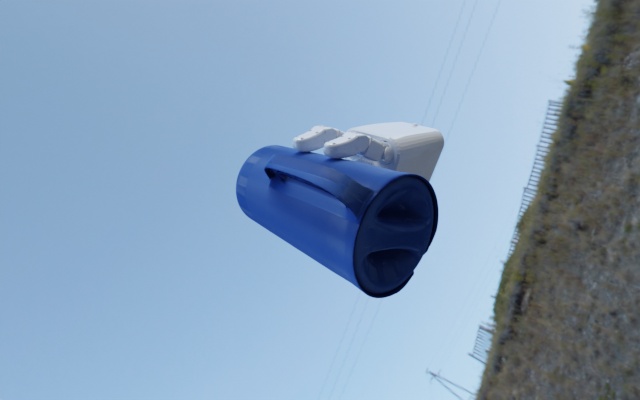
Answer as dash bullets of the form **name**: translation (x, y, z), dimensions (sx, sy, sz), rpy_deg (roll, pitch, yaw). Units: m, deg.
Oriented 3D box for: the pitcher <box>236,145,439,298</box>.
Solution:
- **pitcher**: translation (0.000, 0.002, 0.560), dimensions (0.145, 0.149, 0.242), rpy_deg (-19, 28, -38)
